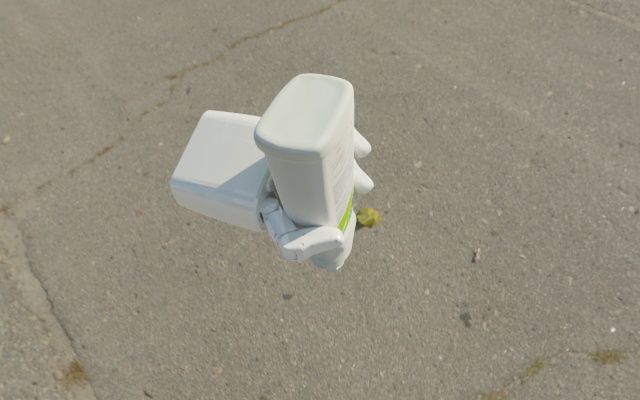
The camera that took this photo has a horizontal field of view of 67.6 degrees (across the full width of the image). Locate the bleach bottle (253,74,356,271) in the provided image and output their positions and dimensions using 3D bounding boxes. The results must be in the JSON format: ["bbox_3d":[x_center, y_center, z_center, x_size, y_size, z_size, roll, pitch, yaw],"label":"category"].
[{"bbox_3d":[0.000,0.002,0.491,0.068,0.102,0.251,14,-36,18],"label":"bleach bottle"}]
